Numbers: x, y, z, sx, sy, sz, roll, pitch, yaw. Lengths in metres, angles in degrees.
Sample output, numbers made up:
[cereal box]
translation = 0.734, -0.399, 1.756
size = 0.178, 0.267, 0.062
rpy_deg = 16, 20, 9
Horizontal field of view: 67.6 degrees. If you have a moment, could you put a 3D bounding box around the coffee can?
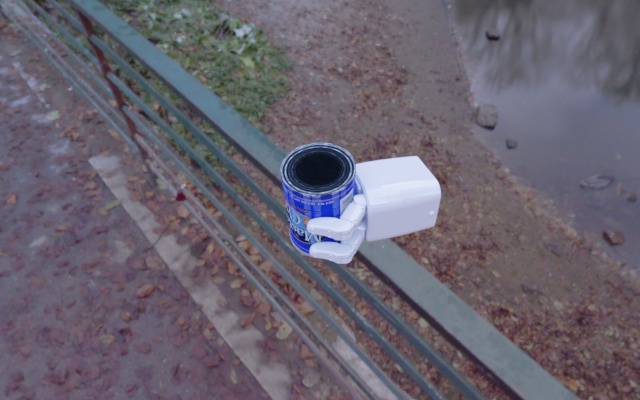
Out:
[coffee can]
translation = 0.000, 0.002, 0.692
size = 0.103, 0.102, 0.140
rpy_deg = 0, -41, 4
